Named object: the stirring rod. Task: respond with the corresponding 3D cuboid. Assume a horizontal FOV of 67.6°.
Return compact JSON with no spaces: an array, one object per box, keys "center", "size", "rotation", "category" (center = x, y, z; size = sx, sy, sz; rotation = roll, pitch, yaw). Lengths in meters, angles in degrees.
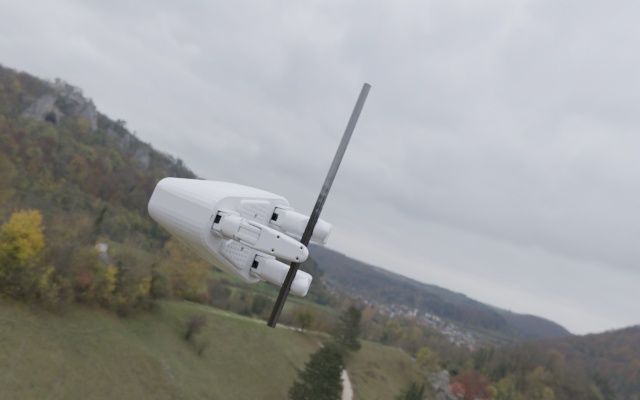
[{"center":[0.000,0.002,0.439],"size":[0.011,0.239,0.011],"rotation":[22,-6,3],"category":"stirring rod"}]
